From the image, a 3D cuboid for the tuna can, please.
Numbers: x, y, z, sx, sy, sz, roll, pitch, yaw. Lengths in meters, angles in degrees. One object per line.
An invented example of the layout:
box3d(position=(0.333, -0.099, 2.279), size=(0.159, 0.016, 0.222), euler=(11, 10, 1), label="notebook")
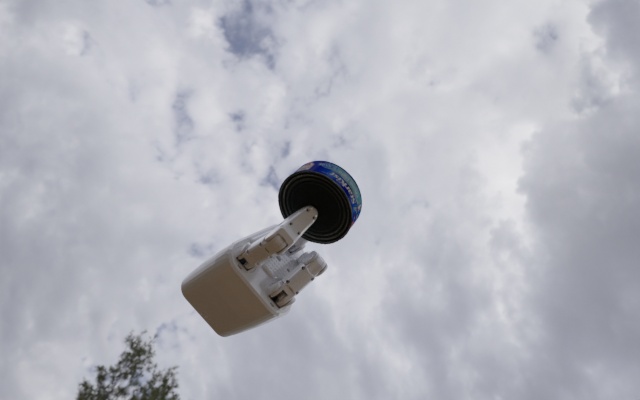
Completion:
box3d(position=(0.000, 0.001, 0.507), size=(0.086, 0.086, 0.033), euler=(0, 27, 29), label="tuna can")
